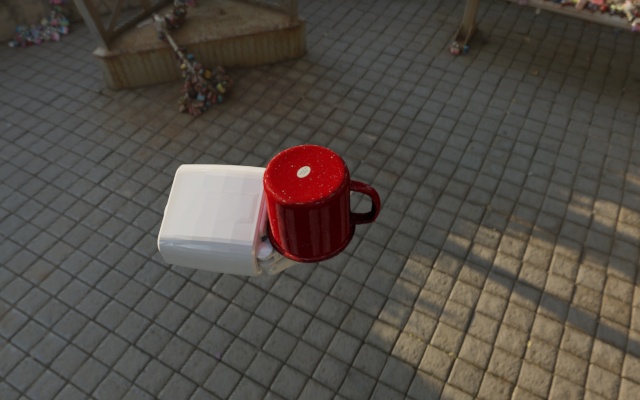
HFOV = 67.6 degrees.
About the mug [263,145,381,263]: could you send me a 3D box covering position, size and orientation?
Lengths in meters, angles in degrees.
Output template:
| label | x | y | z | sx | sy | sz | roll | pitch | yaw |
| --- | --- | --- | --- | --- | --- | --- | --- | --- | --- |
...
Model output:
| label | x | y | z | sx | sy | sz | roll | pitch | yaw |
| --- | --- | --- | --- | --- | --- | --- | --- | --- | --- |
| mug | 0.001 | 0.002 | 0.467 | 0.117 | 0.093 | 0.082 | 4 | -40 | 7 |
